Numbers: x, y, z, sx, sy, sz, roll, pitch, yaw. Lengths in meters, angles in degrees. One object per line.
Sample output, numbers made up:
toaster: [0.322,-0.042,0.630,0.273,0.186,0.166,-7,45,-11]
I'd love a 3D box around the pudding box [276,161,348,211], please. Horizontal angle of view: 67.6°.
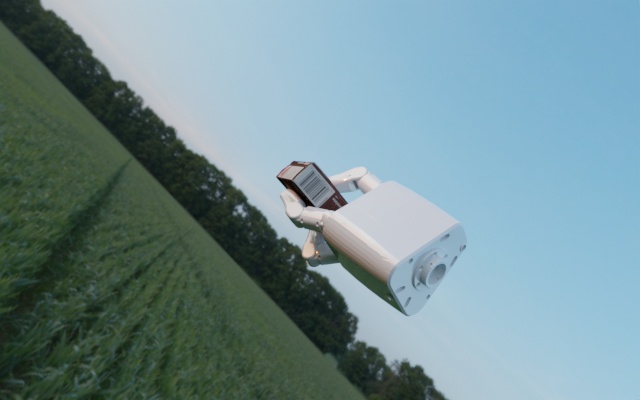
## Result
pudding box: [0.000,0.002,0.607,0.039,0.113,0.090,-42,16,-11]
